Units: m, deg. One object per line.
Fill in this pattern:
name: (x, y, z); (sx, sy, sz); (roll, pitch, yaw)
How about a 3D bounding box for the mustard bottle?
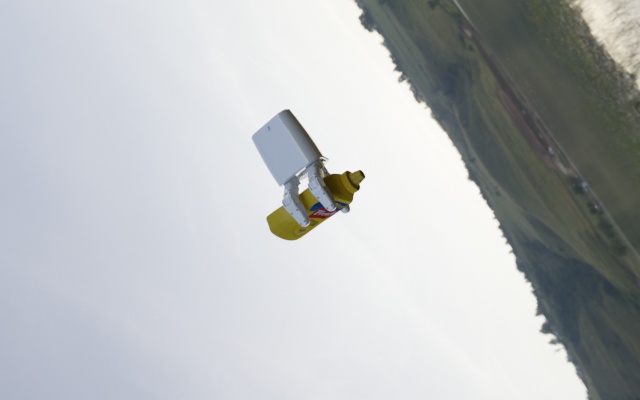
mustard bottle: (0.000, 0.003, 0.850); (0.192, 0.058, 0.096); (-35, -29, 25)
